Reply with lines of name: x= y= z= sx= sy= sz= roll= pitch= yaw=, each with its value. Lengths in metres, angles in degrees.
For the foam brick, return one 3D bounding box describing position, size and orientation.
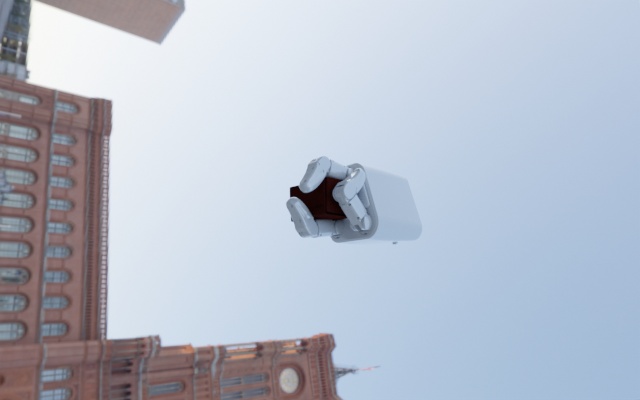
foam brick: x=0.000 y=0.002 z=0.673 sx=0.051 sy=0.053 sz=0.078 roll=8 pitch=-14 yaw=-41
